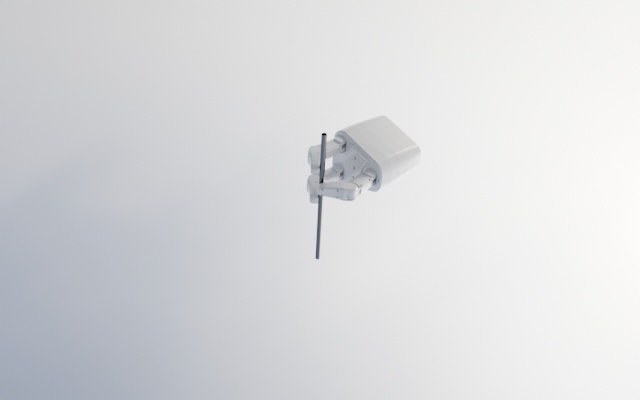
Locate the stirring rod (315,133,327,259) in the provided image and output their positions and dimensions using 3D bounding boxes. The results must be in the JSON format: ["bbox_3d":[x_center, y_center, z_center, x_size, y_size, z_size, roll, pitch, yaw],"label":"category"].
[{"bbox_3d":[0.000,0.002,0.744,0.011,0.240,0.011,2,37,-1],"label":"stirring rod"}]
